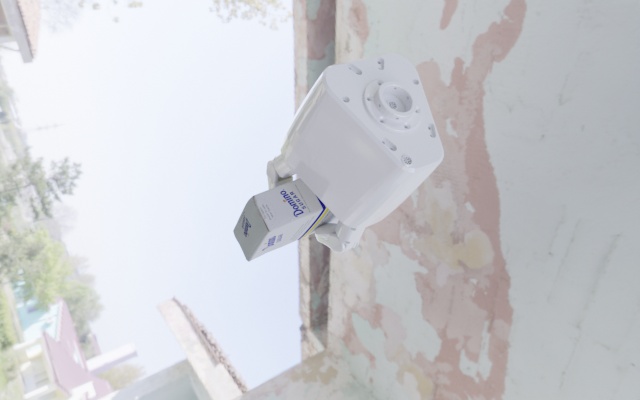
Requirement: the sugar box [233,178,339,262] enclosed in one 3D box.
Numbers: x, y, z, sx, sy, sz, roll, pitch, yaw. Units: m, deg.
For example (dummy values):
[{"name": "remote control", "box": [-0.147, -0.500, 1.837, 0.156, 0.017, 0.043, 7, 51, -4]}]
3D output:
[{"name": "sugar box", "box": [0.000, 0.001, 0.510, 0.176, 0.048, 0.093, -19, -16, -29]}]
